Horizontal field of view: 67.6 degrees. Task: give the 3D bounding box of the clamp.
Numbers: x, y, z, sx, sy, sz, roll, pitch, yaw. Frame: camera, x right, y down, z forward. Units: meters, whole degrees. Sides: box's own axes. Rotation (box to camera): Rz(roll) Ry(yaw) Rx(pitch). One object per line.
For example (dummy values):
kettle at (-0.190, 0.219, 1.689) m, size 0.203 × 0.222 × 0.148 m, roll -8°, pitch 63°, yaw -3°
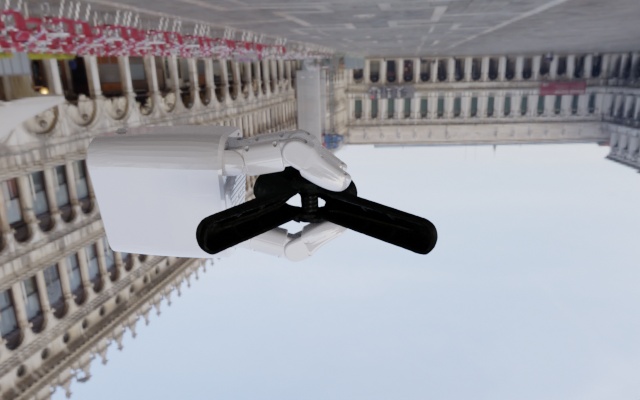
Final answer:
clamp at (0.000, 0.002, 0.407) m, size 0.164 × 0.036 × 0.210 m, roll 4°, pitch 16°, yaw -1°
